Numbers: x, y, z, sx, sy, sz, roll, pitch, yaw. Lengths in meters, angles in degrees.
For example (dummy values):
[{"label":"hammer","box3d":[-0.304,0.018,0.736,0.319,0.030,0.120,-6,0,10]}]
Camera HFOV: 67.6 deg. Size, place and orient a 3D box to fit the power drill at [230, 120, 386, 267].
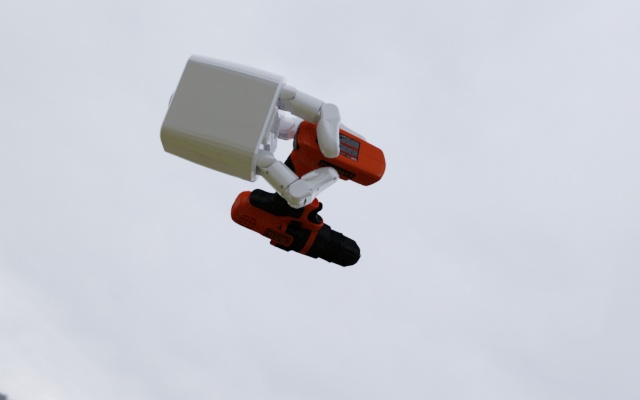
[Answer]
[{"label":"power drill","box3d":[0.000,0.001,0.581,0.184,0.057,0.188,23,-47,-14]}]
